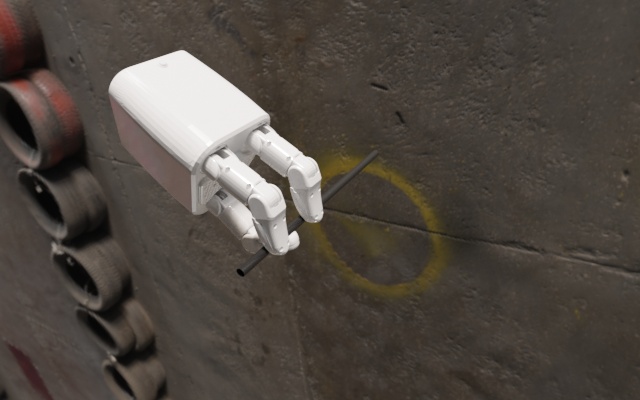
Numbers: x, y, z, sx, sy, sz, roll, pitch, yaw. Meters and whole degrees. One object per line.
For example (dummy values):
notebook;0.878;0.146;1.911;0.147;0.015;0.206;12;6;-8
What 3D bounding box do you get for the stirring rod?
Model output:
stirring rod;0.000;0.001;0.463;0.011;0.011;0.239;0;28;37
